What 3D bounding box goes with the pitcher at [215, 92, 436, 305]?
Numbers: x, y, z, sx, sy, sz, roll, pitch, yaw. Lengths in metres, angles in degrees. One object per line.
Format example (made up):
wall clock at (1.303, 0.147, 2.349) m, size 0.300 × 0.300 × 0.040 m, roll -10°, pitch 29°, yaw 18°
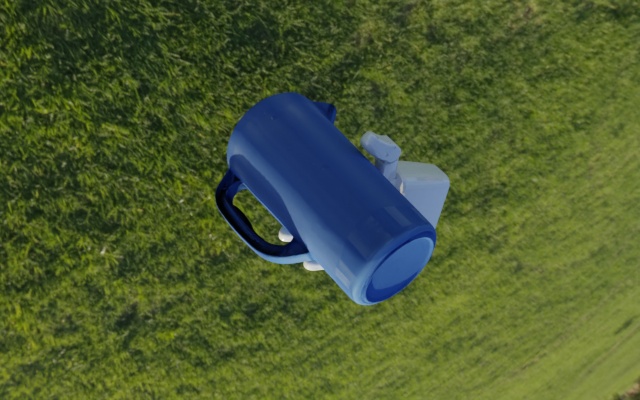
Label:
pitcher at (0.000, 0.002, 0.529) m, size 0.145 × 0.149 × 0.242 m, roll -5°, pitch 41°, yaw -43°
